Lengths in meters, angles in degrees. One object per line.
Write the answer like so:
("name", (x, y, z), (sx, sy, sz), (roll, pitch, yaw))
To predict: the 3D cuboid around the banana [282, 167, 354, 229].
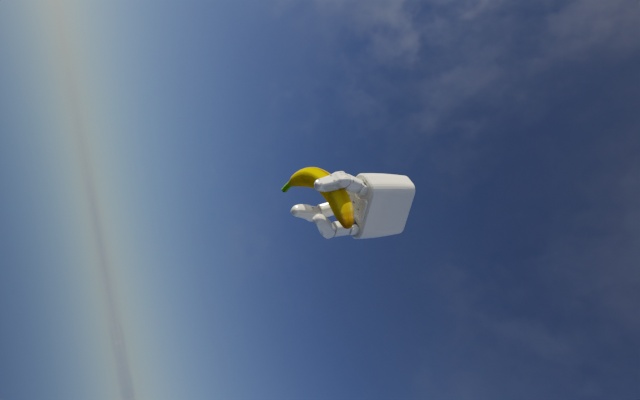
("banana", (0.004, -0.016, 0.832), (0.037, 0.069, 0.197), (9, 14, -39))
